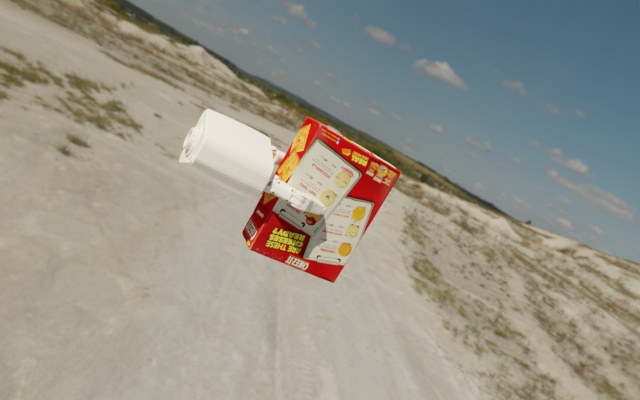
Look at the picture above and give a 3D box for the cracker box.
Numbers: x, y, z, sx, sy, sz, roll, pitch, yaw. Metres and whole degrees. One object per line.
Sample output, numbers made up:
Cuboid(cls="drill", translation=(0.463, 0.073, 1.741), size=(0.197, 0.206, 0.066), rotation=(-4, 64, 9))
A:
Cuboid(cls="cracker box", translation=(0.000, 0.002, 0.754), size=(0.164, 0.214, 0.072), rotation=(26, 10, -27))
